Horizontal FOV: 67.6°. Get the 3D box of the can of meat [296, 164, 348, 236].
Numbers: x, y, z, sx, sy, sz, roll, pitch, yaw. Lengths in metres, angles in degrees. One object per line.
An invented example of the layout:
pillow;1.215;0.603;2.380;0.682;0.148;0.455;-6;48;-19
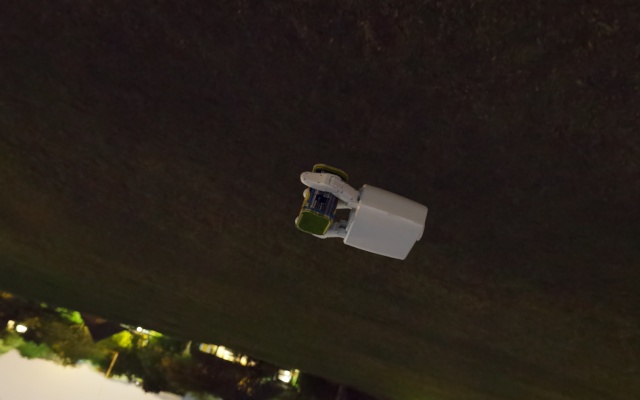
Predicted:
can of meat;0.000;0.003;0.773;0.057;0.084;0.102;19;-23;-2
